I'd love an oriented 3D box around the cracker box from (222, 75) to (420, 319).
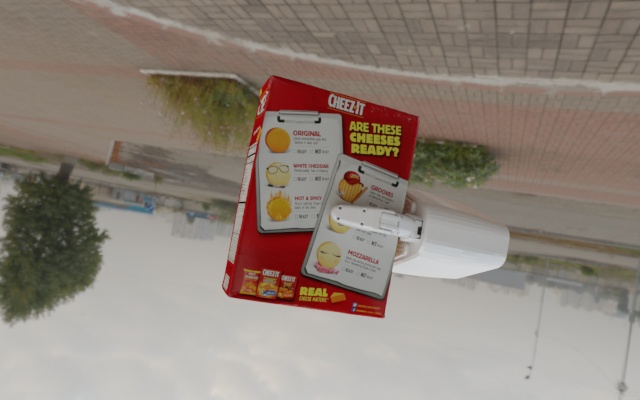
[{"bbox_3d":[0.000,0.002,0.494,0.164,0.213,0.072,12,-5,-18],"label":"cracker box"}]
